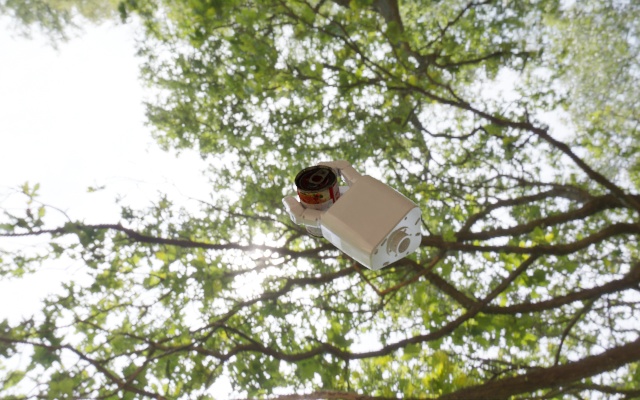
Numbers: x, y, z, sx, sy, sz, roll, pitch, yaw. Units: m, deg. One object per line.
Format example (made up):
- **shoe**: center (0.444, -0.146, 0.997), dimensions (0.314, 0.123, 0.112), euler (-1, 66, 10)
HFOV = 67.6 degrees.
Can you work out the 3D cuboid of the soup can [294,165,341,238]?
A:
- **soup can**: center (0.000, 0.003, 0.779), dimensions (0.068, 0.102, 0.068), euler (-7, 40, 6)
